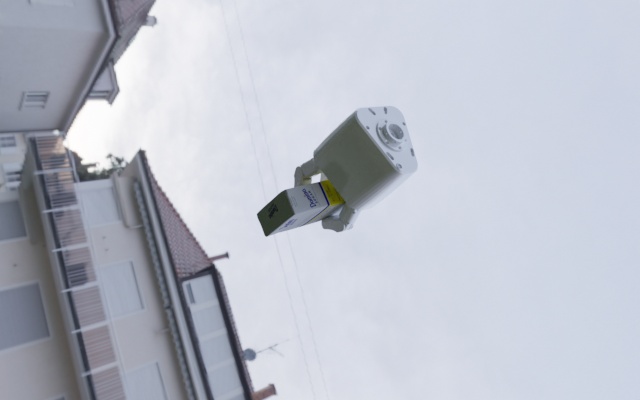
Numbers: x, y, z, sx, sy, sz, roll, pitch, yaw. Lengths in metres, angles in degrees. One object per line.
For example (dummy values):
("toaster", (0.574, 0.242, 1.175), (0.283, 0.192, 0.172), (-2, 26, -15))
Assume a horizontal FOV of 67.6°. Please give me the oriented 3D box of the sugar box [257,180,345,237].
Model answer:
("sugar box", (0.000, 0.002, 0.728), (0.176, 0.048, 0.093), (-11, -17, -39))
